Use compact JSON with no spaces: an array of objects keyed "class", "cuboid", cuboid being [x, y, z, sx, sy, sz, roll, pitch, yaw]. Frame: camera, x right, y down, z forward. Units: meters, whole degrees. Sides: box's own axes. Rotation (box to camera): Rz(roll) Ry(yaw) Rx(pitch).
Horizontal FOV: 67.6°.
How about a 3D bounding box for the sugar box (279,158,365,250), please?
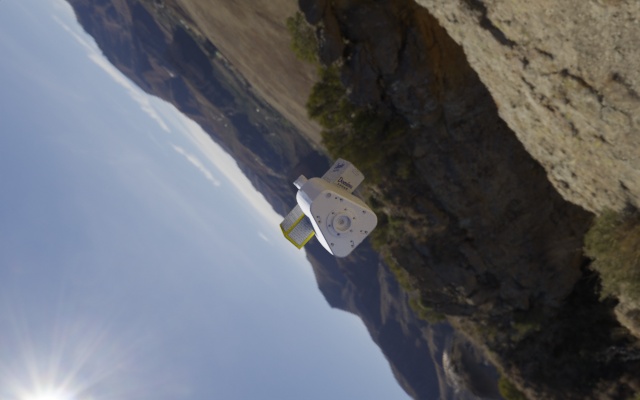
[{"class":"sugar box","cuboid":[0.000,0.003,0.879,0.048,0.176,0.093,45,0,-16]}]
